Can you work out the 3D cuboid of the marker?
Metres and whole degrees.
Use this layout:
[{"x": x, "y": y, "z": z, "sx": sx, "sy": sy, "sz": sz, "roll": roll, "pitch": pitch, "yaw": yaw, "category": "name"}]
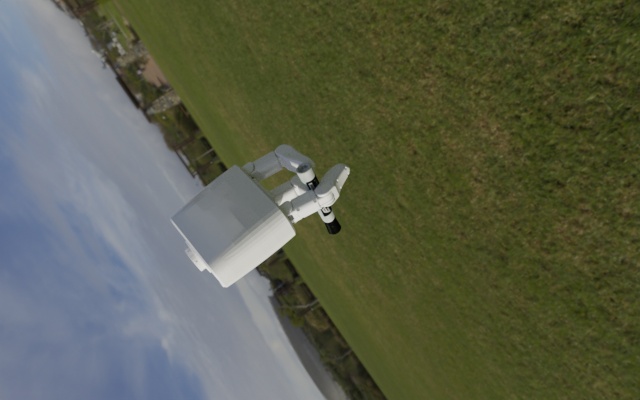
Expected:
[{"x": 0.000, "y": 0.002, "z": 0.598, "sx": 0.020, "sy": 0.020, "sz": 0.121, "roll": 0, "pitch": -41, "yaw": 26, "category": "marker"}]
